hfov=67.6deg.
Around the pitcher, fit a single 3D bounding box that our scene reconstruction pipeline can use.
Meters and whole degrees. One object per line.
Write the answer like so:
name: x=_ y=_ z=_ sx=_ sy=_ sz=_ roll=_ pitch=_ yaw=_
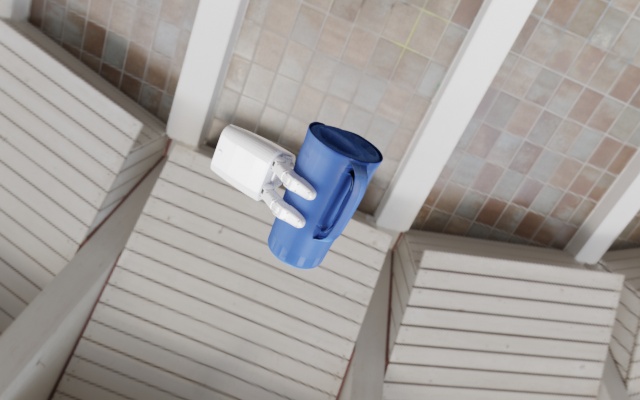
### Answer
pitcher: x=0.000 y=0.003 z=0.816 sx=0.145 sy=0.243 sz=0.149 roll=32 pitch=26 yaw=14
